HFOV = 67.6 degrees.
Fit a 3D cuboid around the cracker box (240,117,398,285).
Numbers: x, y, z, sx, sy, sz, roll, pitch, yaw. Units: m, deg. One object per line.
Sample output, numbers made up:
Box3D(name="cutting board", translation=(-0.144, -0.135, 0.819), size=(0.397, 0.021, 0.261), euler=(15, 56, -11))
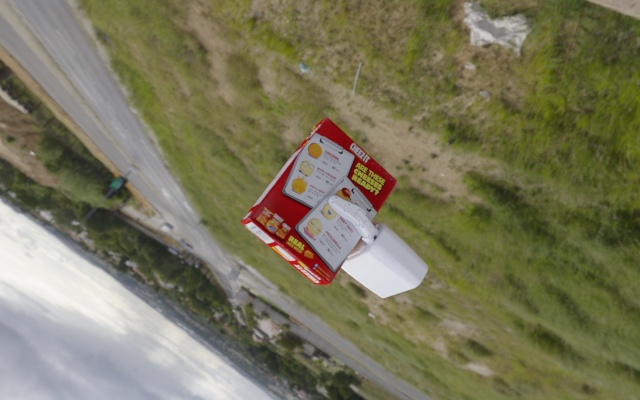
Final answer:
Box3D(name="cracker box", translation=(0.000, 0.003, 0.769), size=(0.164, 0.213, 0.072), euler=(41, -22, -13))
